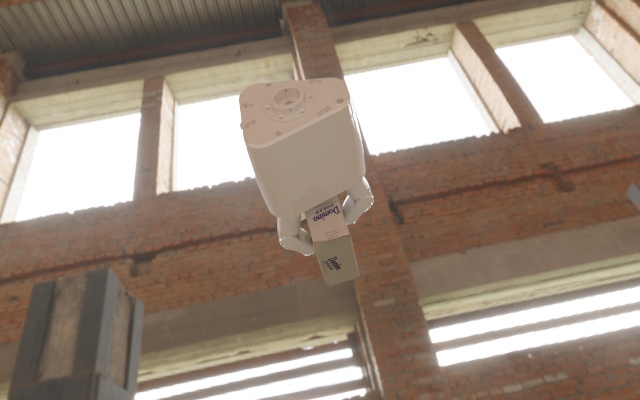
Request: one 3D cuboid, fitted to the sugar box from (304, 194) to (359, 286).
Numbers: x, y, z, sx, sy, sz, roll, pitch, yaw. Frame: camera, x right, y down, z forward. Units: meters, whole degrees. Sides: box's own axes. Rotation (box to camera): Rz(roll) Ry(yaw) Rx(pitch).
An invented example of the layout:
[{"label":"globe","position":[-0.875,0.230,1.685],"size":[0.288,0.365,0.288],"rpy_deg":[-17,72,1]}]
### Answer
[{"label":"sugar box","position":[0.000,0.002,0.568],"size":[0.048,0.176,0.093],"rpy_deg":[-14,-39,1]}]
